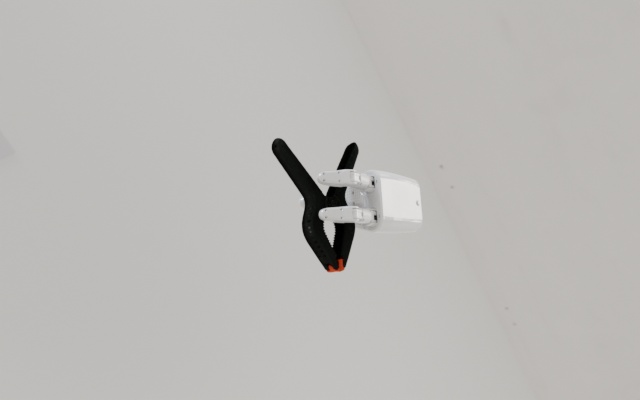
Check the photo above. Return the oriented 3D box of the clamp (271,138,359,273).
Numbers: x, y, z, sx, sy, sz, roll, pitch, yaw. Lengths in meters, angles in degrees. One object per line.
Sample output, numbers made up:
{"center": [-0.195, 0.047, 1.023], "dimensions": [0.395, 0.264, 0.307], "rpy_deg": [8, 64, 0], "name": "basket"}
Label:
{"center": [0.000, 0.003, 0.718], "dimensions": [0.164, 0.210, 0.036], "rpy_deg": [5, -13, -38], "name": "clamp"}
